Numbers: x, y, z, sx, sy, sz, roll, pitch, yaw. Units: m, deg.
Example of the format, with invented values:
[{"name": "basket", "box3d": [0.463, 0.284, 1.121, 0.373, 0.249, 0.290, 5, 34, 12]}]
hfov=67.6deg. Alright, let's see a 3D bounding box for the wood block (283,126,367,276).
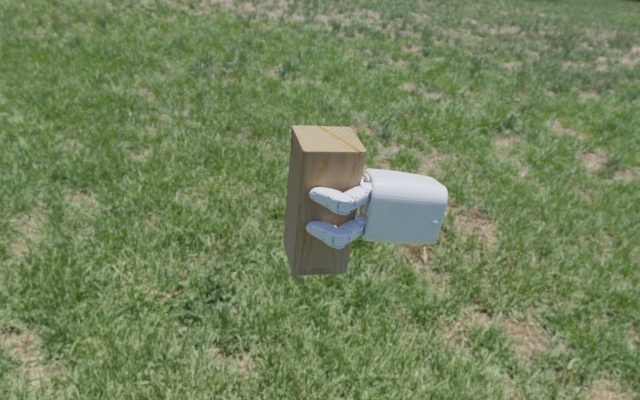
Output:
[{"name": "wood block", "box3d": [0.000, 0.002, 0.710, 0.090, 0.206, 0.090, -1, 31, -13]}]
